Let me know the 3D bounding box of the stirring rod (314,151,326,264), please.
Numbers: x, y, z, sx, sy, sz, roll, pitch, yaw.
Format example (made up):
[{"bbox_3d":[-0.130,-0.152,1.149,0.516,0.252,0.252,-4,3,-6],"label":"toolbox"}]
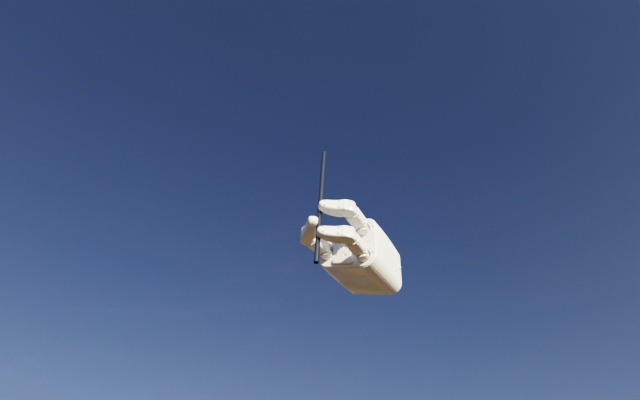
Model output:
[{"bbox_3d":[0.000,0.003,0.784,0.011,0.239,0.011,2,-42,2],"label":"stirring rod"}]
